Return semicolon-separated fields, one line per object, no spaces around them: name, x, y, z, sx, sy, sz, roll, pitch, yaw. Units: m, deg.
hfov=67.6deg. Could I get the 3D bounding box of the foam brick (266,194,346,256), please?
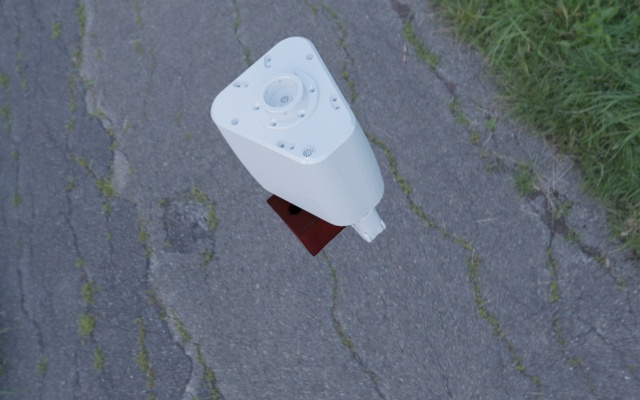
foam brick;0.000;0.002;0.441;0.053;0.078;0.051;45;-6;28
